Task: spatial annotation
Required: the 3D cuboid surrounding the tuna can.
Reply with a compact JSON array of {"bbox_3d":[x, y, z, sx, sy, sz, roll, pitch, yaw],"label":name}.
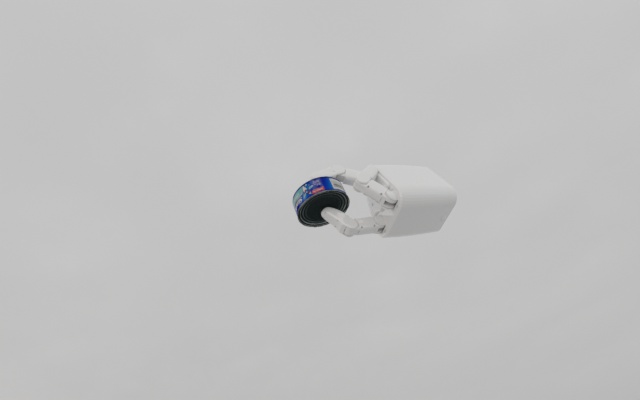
[{"bbox_3d":[0.000,0.002,0.746,0.086,0.033,0.086,-15,-37,-12],"label":"tuna can"}]
